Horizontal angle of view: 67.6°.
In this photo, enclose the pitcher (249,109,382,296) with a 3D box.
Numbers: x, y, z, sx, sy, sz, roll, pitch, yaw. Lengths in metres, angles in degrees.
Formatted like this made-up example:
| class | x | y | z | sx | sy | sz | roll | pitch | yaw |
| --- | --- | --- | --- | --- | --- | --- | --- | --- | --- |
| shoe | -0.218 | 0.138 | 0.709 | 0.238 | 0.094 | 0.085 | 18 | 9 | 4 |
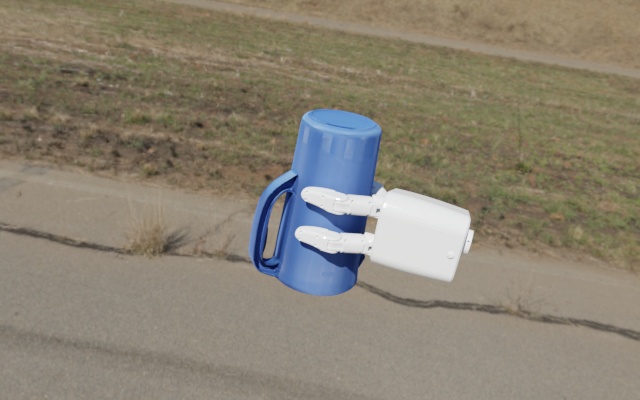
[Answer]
| class | x | y | z | sx | sy | sz | roll | pitch | yaw |
| --- | --- | --- | --- | --- | --- | --- | --- | --- | --- |
| pitcher | 0.000 | 0.002 | 0.669 | 0.145 | 0.243 | 0.149 | 17 | 24 | 15 |
